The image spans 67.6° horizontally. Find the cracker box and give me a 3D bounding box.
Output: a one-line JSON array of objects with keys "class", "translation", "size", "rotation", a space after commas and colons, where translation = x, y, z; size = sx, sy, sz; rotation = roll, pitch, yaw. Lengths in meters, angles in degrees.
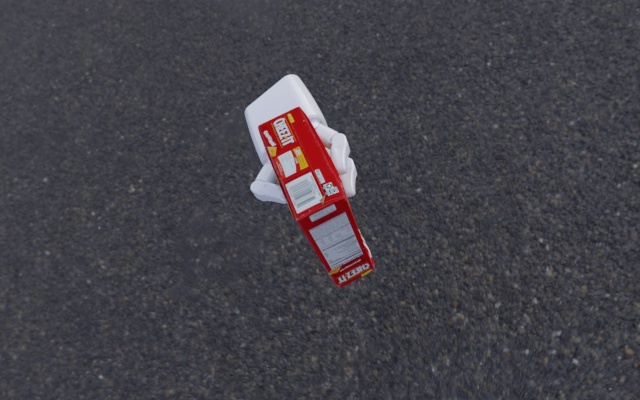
[{"class": "cracker box", "translation": [0.000, 0.002, 0.662], "size": [0.072, 0.164, 0.214], "rotation": [-26, -35, 1]}]
